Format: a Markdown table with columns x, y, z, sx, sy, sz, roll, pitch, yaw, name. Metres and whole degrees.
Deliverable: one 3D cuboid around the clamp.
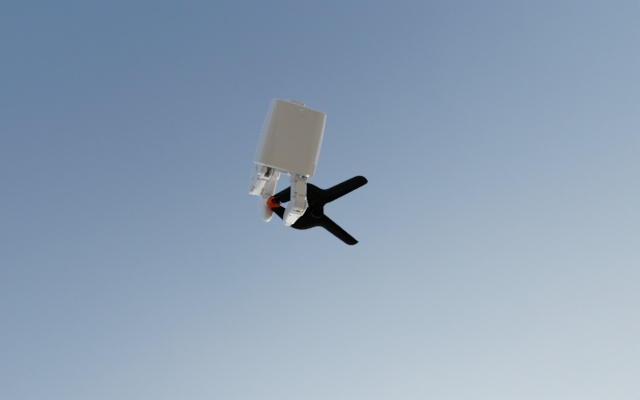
| x | y | z | sx | sy | sz | roll | pitch | yaw | name |
| --- | --- | --- | --- | --- | --- | --- | --- | --- | --- |
| 0.000 | 0.003 | 0.794 | 0.171 | 0.120 | 0.039 | 14 | 1 | -20 | clamp |
